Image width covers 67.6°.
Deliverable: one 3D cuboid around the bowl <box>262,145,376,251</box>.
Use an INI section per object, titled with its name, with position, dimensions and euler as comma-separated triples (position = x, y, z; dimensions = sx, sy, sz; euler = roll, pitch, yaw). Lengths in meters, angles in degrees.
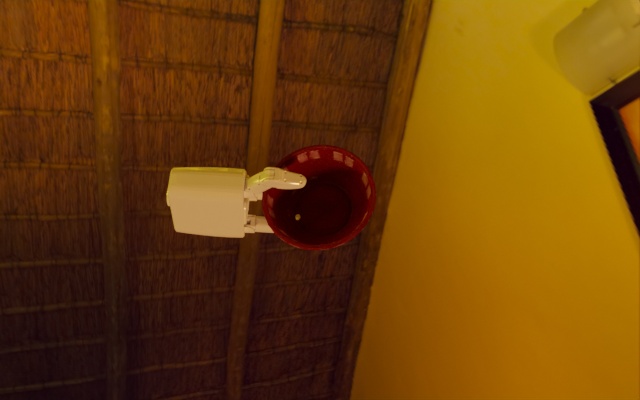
[bowl]
position = 0.001, 0.003, 0.689
dimensions = 0.162, 0.162, 0.055
euler = 0, -24, 8
